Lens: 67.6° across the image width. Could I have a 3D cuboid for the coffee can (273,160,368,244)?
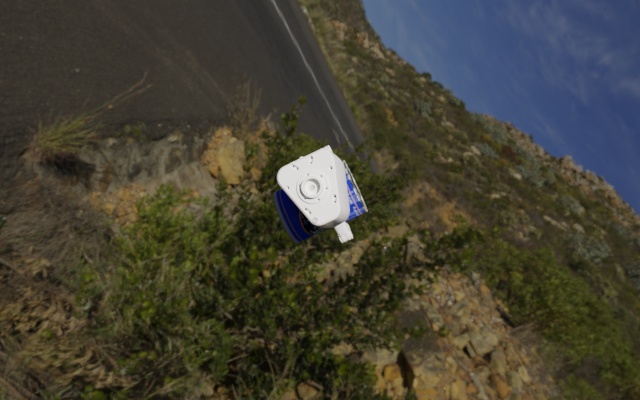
[{"bbox_3d":[0.000,0.003,0.856,0.140,0.103,0.103,-24,-3,7],"label":"coffee can"}]
